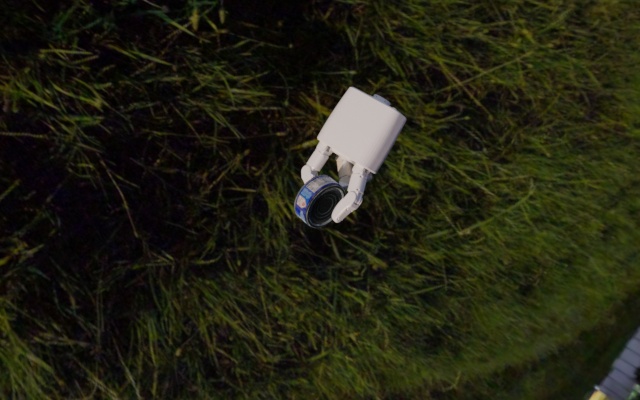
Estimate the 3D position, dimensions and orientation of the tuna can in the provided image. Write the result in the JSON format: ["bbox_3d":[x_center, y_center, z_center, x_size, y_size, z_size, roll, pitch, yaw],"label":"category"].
[{"bbox_3d":[0.000,0.003,0.788,0.086,0.086,0.033,0,30,-45],"label":"tuna can"}]
